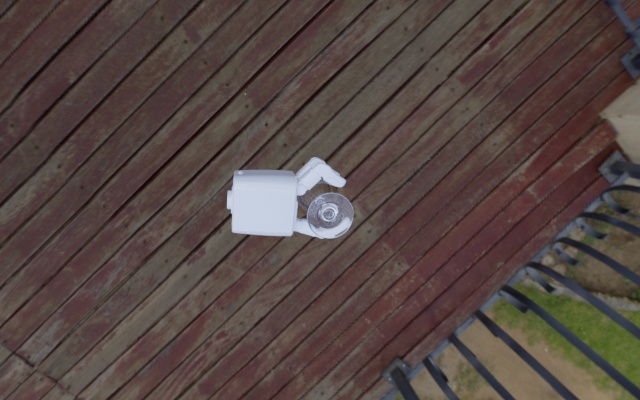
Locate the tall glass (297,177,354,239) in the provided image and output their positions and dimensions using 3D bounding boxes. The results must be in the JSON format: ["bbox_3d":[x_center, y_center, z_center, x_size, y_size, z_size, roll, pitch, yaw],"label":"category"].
[{"bbox_3d":[0.000,0.003,0.842,0.079,0.079,0.201,0,12,-9],"label":"tall glass"}]
